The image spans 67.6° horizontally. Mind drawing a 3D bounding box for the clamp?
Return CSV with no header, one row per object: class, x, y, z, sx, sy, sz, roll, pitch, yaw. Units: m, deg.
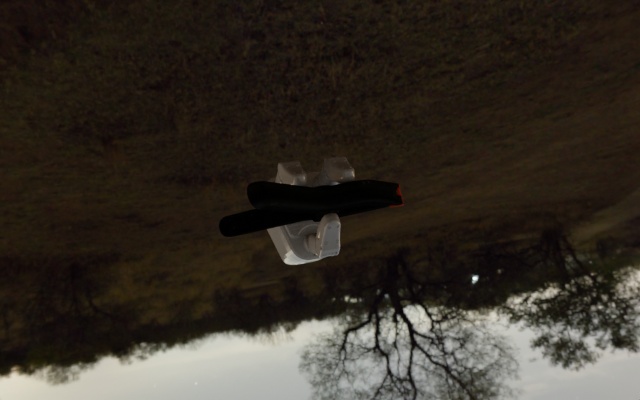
clamp,0.001,0.002,0.515,0.210,0.036,0.164,-8,-10,-16
